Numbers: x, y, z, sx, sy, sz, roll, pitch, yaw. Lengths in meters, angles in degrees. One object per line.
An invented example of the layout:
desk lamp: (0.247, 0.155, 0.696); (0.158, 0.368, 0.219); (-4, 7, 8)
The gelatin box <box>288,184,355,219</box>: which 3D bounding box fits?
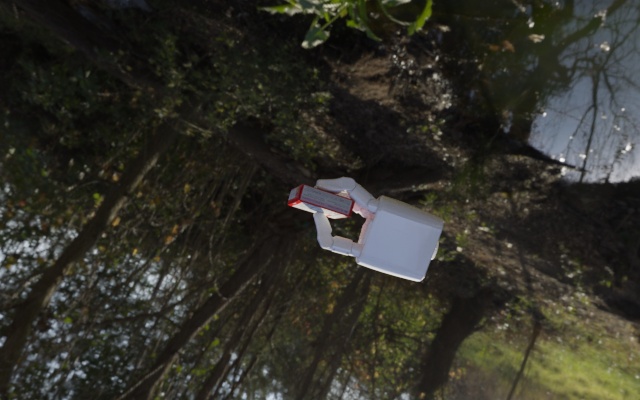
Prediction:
gelatin box: (0.000, 0.003, 0.754); (0.089, 0.030, 0.073); (17, -10, -15)
